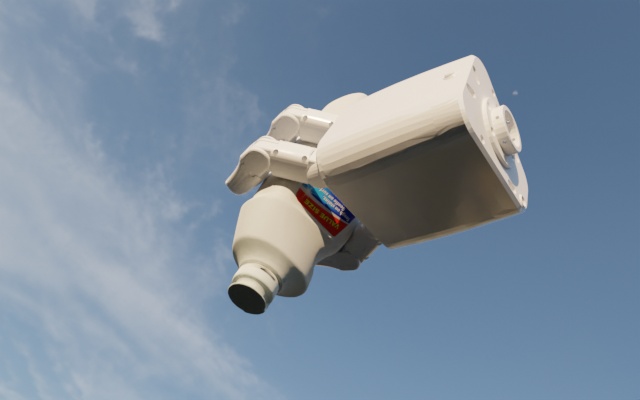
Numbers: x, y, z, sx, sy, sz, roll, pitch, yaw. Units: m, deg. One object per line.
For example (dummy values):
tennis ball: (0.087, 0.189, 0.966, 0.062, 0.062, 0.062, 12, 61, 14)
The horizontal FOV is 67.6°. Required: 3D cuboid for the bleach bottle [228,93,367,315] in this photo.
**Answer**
bleach bottle: (0.000, 0.001, 0.409, 0.068, 0.103, 0.250, -17, 26, 34)
